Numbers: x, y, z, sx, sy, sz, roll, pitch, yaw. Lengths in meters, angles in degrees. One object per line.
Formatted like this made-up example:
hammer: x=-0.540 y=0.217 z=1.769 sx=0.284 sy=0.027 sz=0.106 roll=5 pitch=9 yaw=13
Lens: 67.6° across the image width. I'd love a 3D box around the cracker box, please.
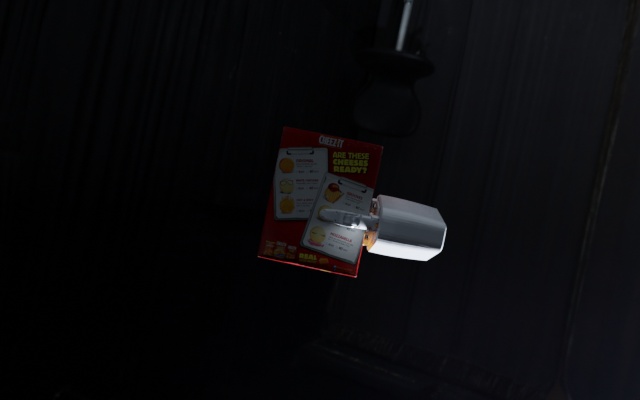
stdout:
cracker box: x=0.000 y=0.003 z=0.785 sx=0.164 sy=0.213 sz=0.072 roll=12 pitch=0 yaw=0
